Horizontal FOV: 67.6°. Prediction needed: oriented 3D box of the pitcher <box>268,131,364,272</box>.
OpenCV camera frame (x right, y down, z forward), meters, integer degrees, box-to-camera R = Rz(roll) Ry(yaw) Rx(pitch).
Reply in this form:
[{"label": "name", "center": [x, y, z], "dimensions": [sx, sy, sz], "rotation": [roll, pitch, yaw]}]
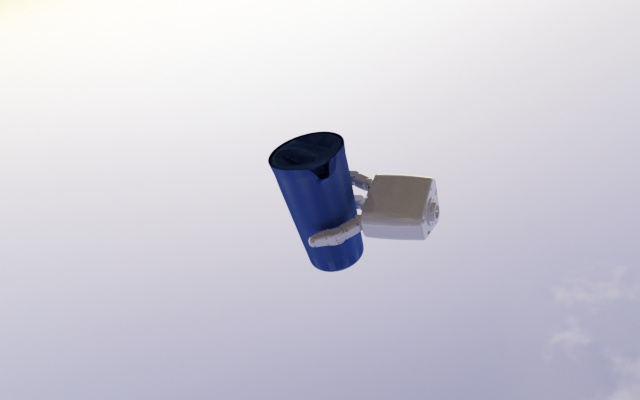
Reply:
[{"label": "pitcher", "center": [0.000, 0.003, 0.871], "dimensions": [0.145, 0.243, 0.149], "rotation": [1, 36, 27]}]
